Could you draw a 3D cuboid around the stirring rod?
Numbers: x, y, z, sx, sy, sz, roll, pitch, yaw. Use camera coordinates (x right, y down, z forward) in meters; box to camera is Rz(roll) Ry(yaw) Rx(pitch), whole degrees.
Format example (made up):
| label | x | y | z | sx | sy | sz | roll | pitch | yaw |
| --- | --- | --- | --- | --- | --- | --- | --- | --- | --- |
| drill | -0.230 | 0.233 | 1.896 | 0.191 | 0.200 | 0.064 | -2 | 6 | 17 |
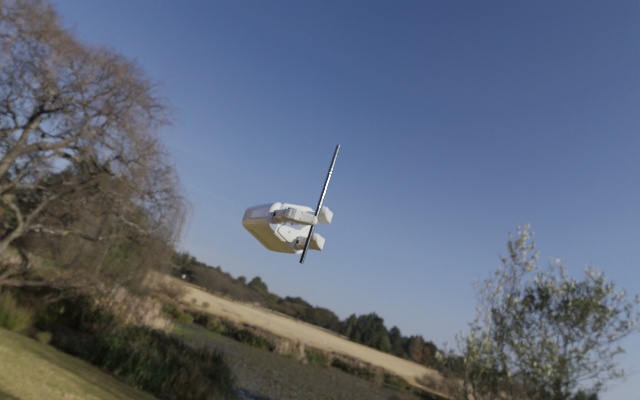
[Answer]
| label | x | y | z | sx | sy | sz | roll | pitch | yaw |
| --- | --- | --- | --- | --- | --- | --- | --- | --- | --- |
| stirring rod | 0.000 | 0.003 | 0.892 | 0.011 | 0.239 | 0.011 | 16 | -17 | 5 |
